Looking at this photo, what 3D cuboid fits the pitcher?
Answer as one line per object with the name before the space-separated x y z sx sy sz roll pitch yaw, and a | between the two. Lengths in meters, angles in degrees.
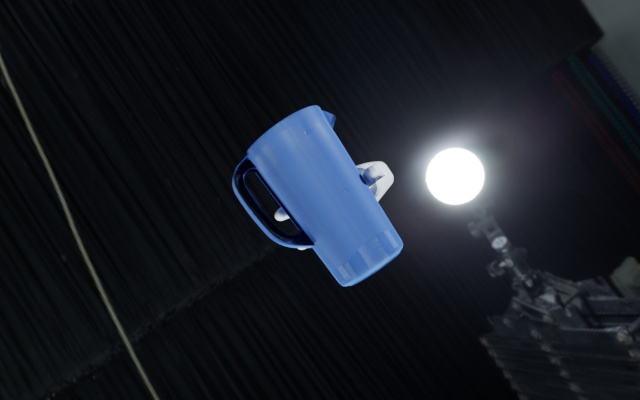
pitcher | 0.000 0.002 0.683 0.149 0.243 0.145 -36 -5 24
